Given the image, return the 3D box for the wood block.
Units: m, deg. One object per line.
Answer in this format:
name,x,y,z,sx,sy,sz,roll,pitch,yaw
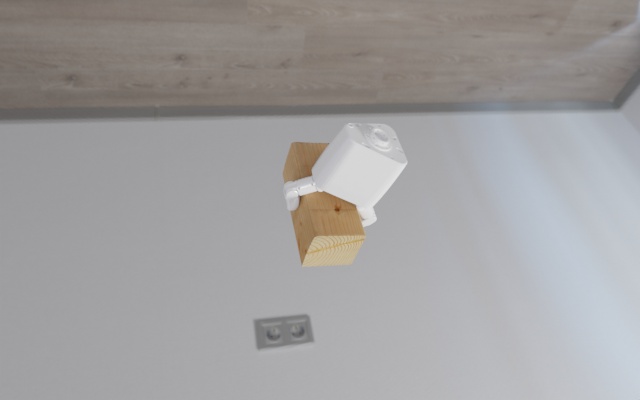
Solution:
wood block,0.000,0.003,0.832,0.091,0.206,0.090,0,-39,-19
